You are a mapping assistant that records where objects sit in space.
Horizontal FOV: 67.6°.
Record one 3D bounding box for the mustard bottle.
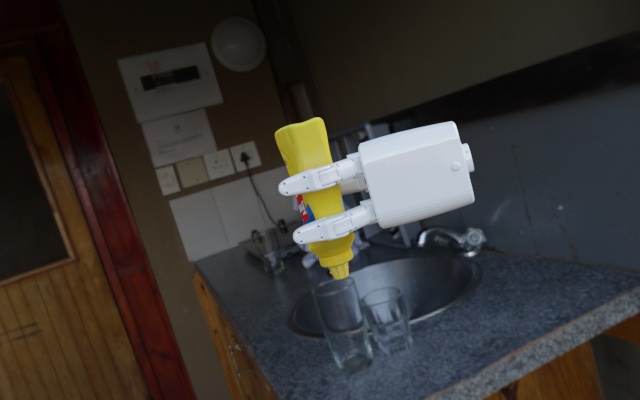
[{"bbox_3d":[0.000,0.002,0.569,0.058,0.191,0.096,-18,7,-11],"label":"mustard bottle"}]
